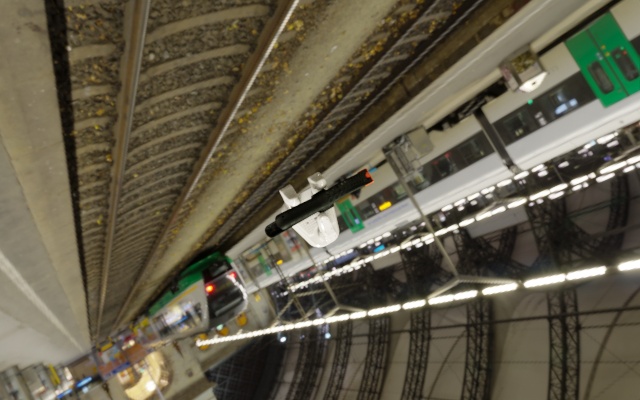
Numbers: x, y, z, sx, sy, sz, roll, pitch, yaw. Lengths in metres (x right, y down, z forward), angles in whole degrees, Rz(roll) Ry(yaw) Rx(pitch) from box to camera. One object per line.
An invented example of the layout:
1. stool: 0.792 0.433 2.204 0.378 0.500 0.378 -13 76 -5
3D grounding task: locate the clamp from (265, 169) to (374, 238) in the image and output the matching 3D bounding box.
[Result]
1. clamp: 0.001 0.003 0.811 0.210 0.036 0.164 -29 -1 -9
